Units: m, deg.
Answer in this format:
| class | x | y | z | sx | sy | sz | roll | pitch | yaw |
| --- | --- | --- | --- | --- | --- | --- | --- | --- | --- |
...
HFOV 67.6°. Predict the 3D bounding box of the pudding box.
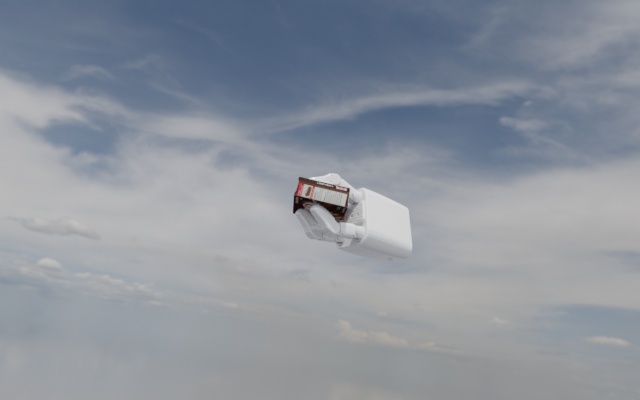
| class | x | y | z | sx | sy | sz | roll | pitch | yaw |
| --- | --- | --- | --- | --- | --- | --- | --- | --- | --- |
| pudding box | 0.000 | 0.003 | 0.814 | 0.090 | 0.039 | 0.113 | 12 | -20 | 0 |
